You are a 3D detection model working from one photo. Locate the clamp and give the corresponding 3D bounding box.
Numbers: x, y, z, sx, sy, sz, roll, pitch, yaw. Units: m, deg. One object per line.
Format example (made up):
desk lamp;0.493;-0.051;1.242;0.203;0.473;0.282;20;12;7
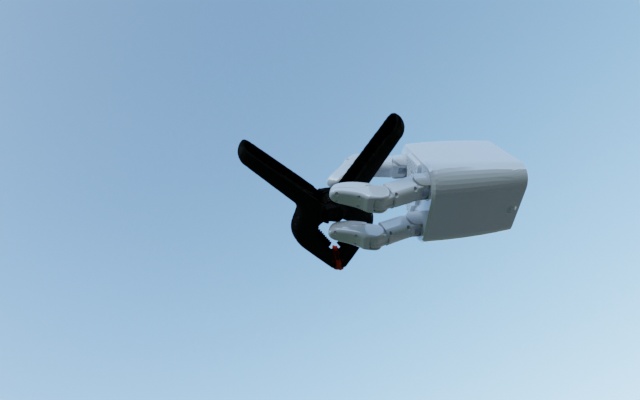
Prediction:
clamp;0.000;0.002;0.525;0.164;0.210;0.036;-5;43;-6
